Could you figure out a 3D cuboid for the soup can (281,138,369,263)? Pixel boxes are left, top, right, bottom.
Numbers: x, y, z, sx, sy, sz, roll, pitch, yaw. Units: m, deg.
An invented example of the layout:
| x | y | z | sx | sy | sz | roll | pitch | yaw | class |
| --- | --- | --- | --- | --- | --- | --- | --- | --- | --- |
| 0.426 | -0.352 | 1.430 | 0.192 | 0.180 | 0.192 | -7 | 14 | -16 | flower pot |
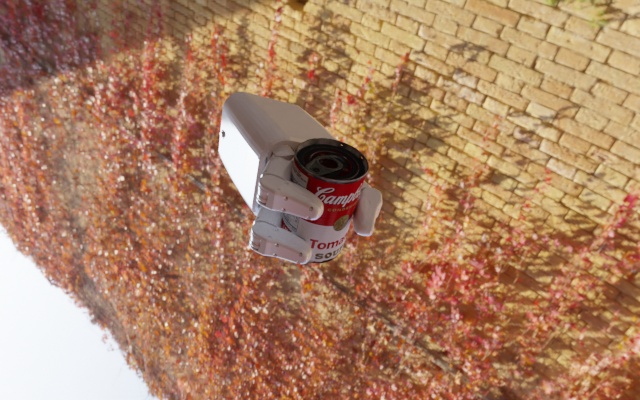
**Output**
| x | y | z | sx | sy | sz | roll | pitch | yaw | class |
| --- | --- | --- | --- | --- | --- | --- | --- | --- | --- |
| 0.000 | 0.002 | 0.456 | 0.068 | 0.102 | 0.068 | 9 | 37 | -7 | soup can |
